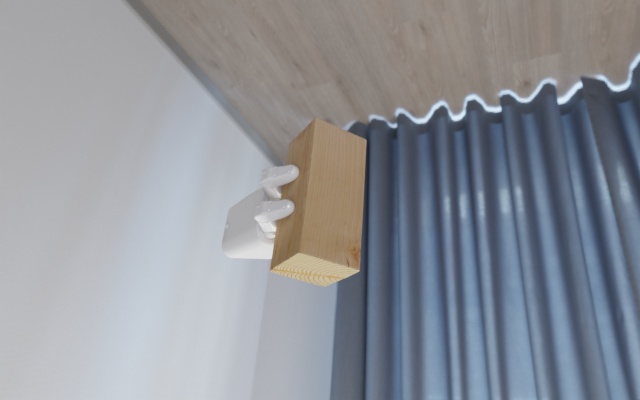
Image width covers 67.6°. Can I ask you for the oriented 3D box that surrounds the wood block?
[{"bbox_3d":[0.000,0.003,0.669,0.091,0.206,0.090,20,-32,-24],"label":"wood block"}]
